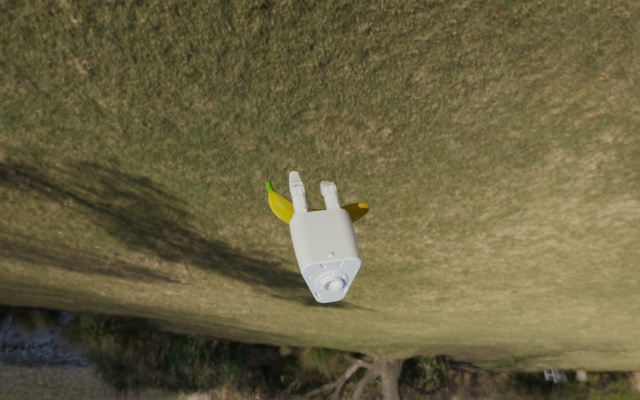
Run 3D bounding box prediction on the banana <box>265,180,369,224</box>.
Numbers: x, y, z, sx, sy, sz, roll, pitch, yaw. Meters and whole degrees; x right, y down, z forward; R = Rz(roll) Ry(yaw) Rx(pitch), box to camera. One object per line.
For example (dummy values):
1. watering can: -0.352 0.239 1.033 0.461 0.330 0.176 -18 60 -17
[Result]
1. banana: -0.008 0.019 0.844 0.198 0.070 0.037 13 14 -19
